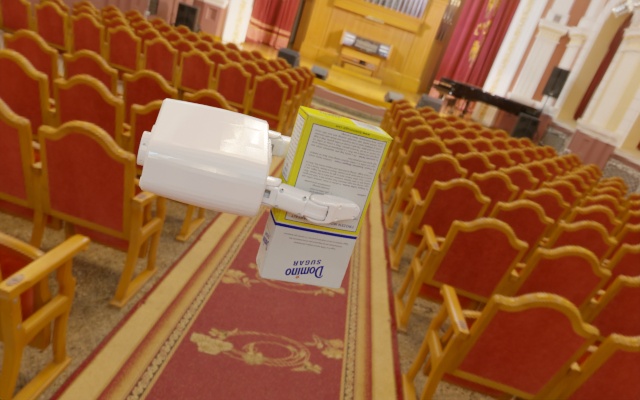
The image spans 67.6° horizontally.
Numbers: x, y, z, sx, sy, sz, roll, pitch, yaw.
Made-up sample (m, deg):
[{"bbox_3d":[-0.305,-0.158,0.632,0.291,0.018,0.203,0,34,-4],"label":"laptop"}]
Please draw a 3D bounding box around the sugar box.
[{"bbox_3d":[0.000,0.001,0.494,0.093,0.176,0.048,12,21,-19],"label":"sugar box"}]
